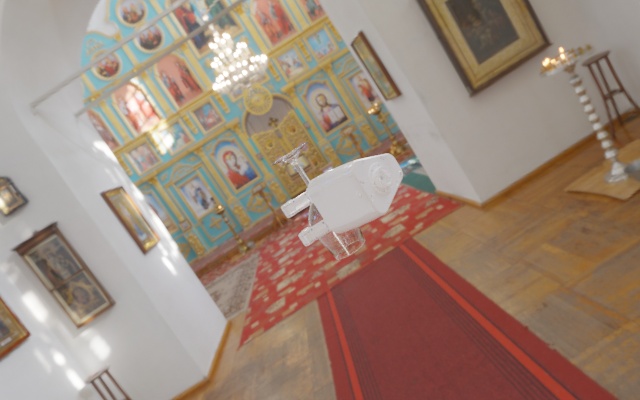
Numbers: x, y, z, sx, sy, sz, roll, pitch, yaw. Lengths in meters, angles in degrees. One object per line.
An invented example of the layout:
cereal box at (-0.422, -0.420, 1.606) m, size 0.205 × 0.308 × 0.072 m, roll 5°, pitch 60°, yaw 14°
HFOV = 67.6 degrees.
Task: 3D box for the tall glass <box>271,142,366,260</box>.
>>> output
tall glass at (0.000, 0.002, 0.824) m, size 0.079 × 0.201 × 0.079 m, roll -32°, pitch 7°, yaw 4°
